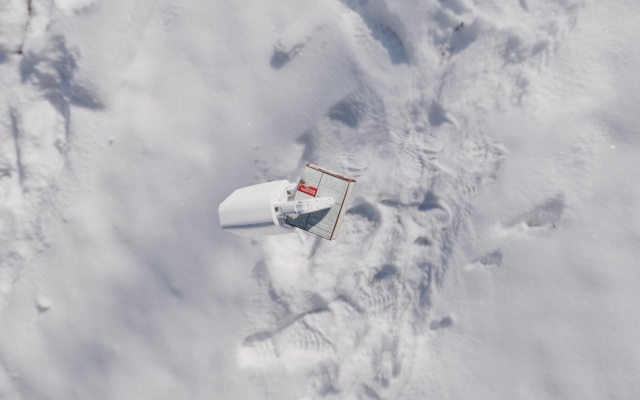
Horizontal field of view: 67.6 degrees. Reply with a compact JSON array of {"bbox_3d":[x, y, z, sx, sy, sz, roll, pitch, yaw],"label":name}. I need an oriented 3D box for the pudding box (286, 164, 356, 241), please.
[{"bbox_3d":[0.000,0.003,0.829,0.090,0.113,0.039,21,11,15],"label":"pudding box"}]
